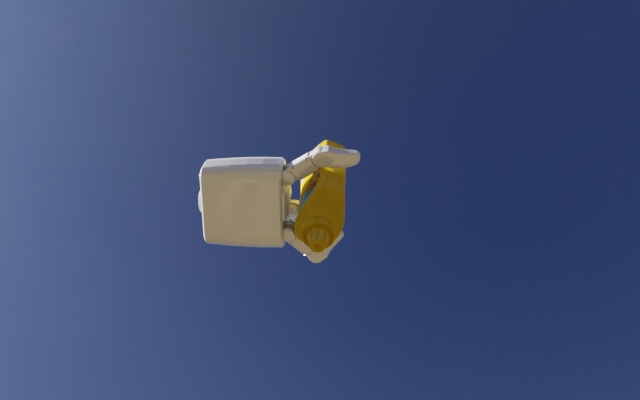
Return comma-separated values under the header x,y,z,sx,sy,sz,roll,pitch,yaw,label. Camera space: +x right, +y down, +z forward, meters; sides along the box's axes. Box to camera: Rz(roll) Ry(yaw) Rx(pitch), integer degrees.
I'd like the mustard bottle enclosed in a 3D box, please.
x,y,z,sx,sy,sz,roll,pitch,yaw,label
0.000,0.002,0.618,0.058,0.096,0.191,22,30,-10,mustard bottle
